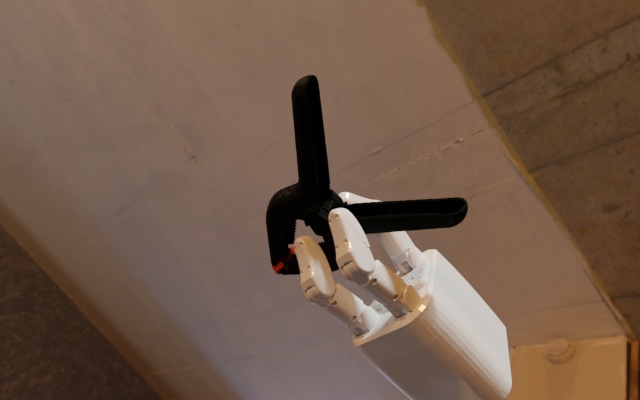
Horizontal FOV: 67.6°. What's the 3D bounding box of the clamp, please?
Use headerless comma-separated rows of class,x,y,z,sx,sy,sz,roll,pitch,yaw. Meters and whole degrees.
clamp,0.000,0.001,0.426,0.210,0.164,0.036,-41,6,44
